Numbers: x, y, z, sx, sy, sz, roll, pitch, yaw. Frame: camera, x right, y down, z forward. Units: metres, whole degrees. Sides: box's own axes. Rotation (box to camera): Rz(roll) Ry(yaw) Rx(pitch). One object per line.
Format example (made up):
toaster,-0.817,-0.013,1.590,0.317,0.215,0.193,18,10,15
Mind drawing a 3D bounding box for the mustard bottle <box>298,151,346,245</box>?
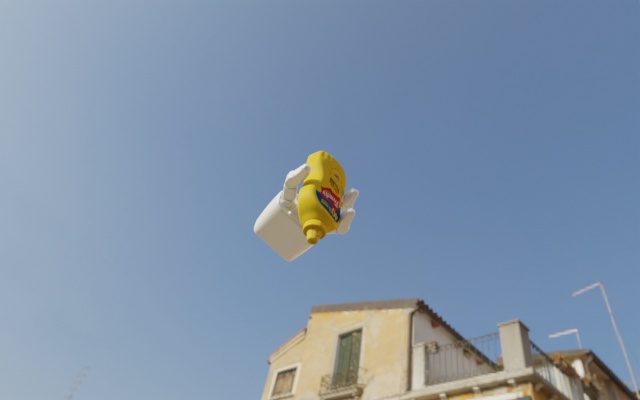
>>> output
mustard bottle,0.000,0.003,0.868,0.058,0.191,0.096,-18,-52,27
